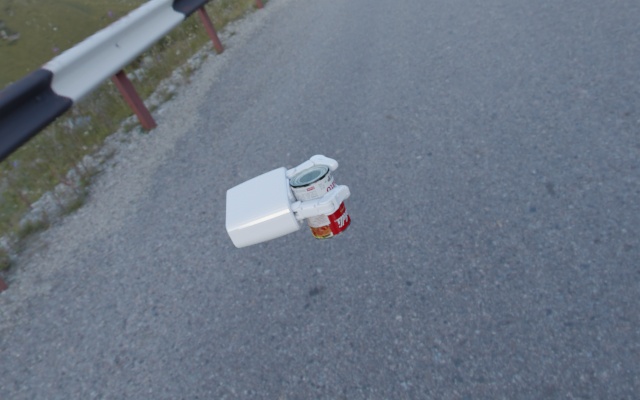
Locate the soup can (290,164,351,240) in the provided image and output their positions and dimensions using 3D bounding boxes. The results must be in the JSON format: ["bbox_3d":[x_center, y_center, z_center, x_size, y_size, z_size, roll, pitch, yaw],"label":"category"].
[{"bbox_3d":[0.000,0.002,0.758,0.068,0.102,0.068,-19,25,9],"label":"soup can"}]
